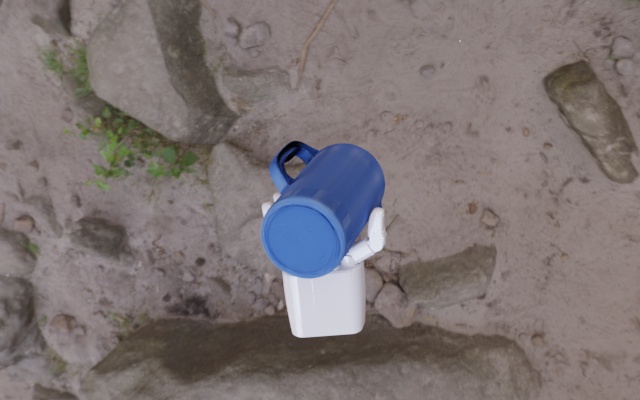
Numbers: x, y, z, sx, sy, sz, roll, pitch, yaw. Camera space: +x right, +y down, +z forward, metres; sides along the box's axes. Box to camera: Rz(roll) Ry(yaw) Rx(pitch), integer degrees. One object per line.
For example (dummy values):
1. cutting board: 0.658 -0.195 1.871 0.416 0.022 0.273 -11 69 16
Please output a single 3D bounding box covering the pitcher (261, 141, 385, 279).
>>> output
1. pitcher: 0.000 0.002 0.671 0.149 0.145 0.242 1 19 16
